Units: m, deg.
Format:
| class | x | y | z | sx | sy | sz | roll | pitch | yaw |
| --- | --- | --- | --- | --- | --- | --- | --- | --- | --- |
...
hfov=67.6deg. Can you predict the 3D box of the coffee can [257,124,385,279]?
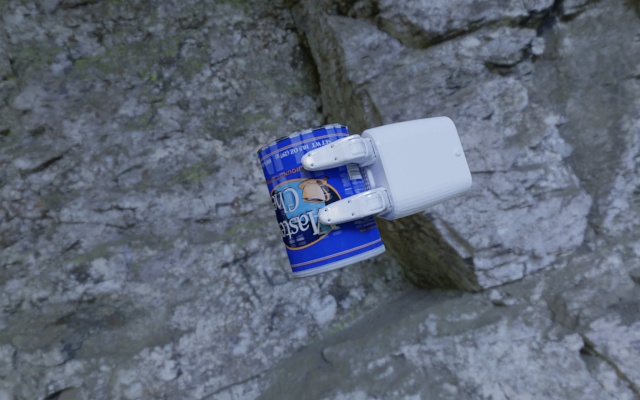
| class | x | y | z | sx | sy | sz | roll | pitch | yaw |
| --- | --- | --- | --- | --- | --- | --- | --- | --- | --- |
| coffee can | 0.000 | 0.002 | 0.513 | 0.103 | 0.140 | 0.103 | -17 | -4 | -1 |
